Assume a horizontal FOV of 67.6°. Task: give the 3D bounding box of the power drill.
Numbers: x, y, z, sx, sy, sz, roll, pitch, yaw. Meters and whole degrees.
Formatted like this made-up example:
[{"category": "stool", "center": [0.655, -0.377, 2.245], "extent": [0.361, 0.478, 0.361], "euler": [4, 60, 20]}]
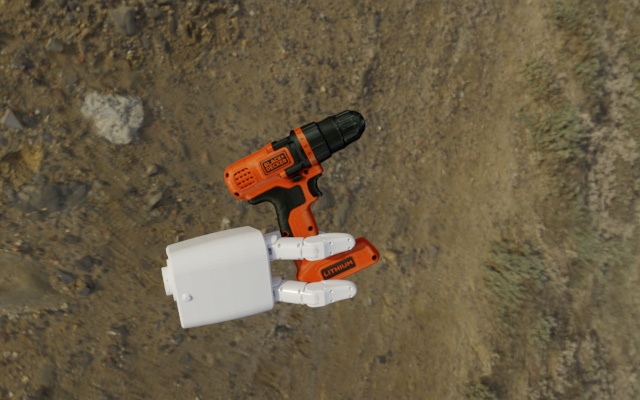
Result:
[{"category": "power drill", "center": [0.000, 0.002, 0.586], "extent": [0.184, 0.187, 0.057], "euler": [-26, 3, 3]}]
